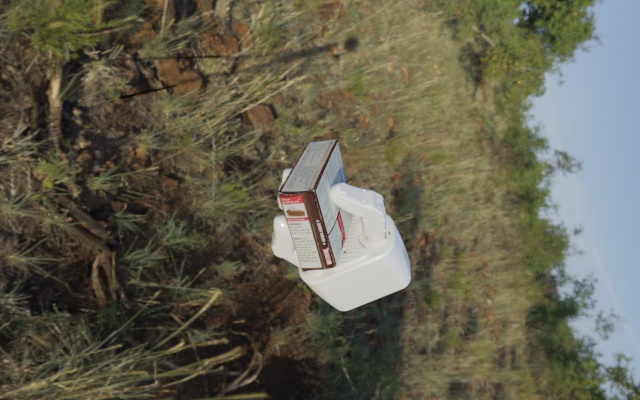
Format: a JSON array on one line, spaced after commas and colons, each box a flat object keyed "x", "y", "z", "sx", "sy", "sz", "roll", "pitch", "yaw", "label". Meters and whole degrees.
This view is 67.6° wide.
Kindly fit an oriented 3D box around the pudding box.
[{"x": 0.000, "y": 0.002, "z": 0.478, "sx": 0.039, "sy": 0.090, "sz": 0.113, "roll": -7, "pitch": 28, "yaw": 17, "label": "pudding box"}]
